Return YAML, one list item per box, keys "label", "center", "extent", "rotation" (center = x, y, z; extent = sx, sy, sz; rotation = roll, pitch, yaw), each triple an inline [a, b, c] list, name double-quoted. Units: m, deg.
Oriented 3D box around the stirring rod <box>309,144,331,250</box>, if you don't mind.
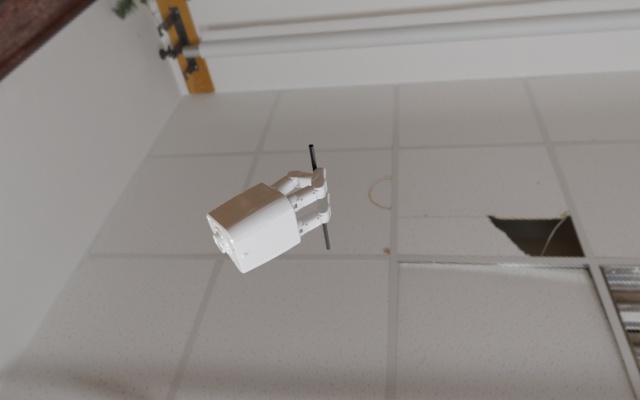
- label: "stirring rod"
  center: [0.000, 0.003, 0.824]
  extent: [0.011, 0.240, 0.011]
  rotation: [-5, 42, 5]
